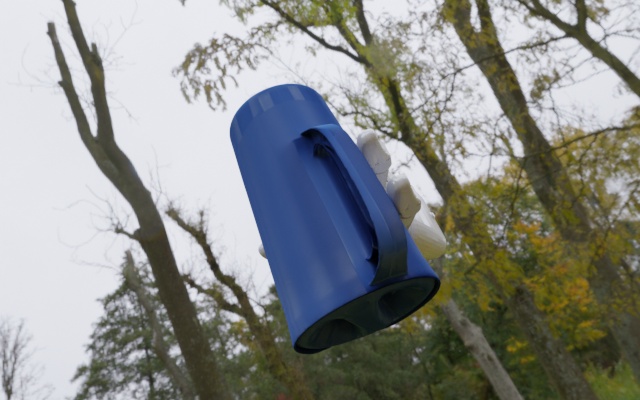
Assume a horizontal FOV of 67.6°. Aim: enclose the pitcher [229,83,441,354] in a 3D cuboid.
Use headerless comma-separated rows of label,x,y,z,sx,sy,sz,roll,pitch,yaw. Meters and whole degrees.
pitcher,0.000,0.002,0.443,0.149,0.242,0.145,-37,-30,20
